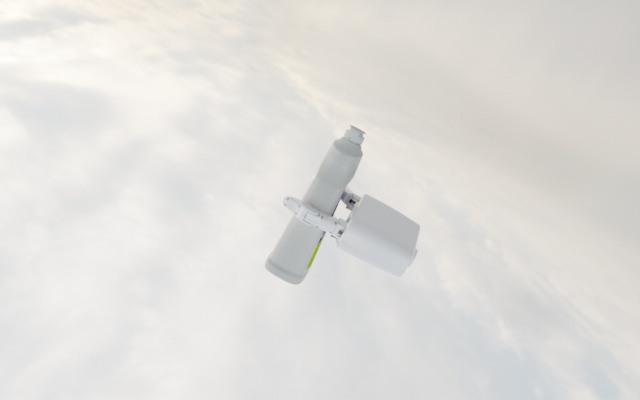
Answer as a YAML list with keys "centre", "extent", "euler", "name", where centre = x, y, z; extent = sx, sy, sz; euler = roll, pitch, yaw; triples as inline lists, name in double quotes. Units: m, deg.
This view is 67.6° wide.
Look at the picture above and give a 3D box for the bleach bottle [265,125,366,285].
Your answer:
- centre: [0.000, 0.002, 0.742]
  extent: [0.068, 0.251, 0.102]
  euler: [28, 16, 4]
  name: "bleach bottle"
